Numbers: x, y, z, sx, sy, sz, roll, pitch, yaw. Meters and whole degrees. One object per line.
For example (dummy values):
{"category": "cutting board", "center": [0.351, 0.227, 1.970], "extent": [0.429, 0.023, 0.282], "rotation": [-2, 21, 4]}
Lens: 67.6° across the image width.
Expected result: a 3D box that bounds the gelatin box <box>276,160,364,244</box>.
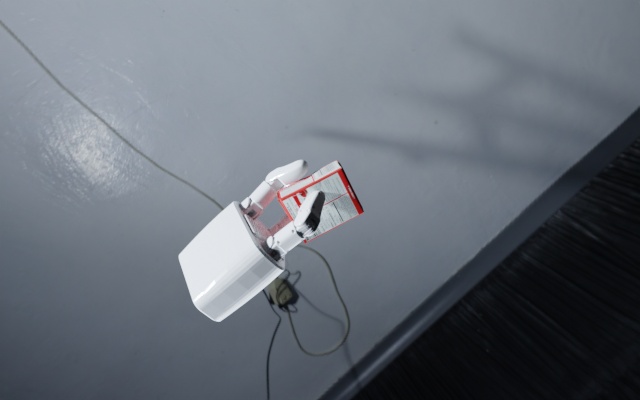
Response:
{"category": "gelatin box", "center": [0.000, 0.002, 0.605], "extent": [0.089, 0.073, 0.030], "rotation": [-28, 29, 3]}
